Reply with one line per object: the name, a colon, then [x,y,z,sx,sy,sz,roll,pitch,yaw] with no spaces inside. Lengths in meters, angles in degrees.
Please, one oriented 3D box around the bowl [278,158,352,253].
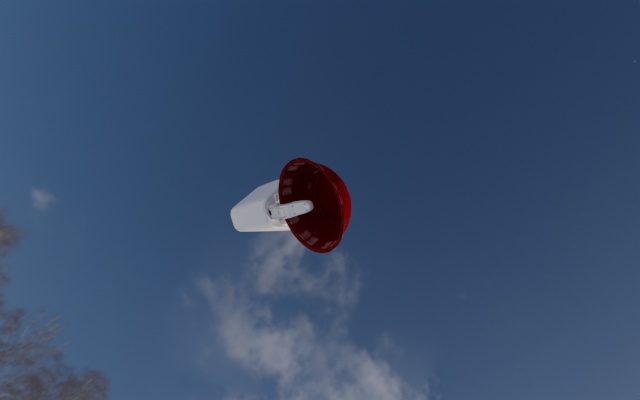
bowl: [0.001,0.003,0.789,0.055,0.162,0.162,-21,13,-37]
